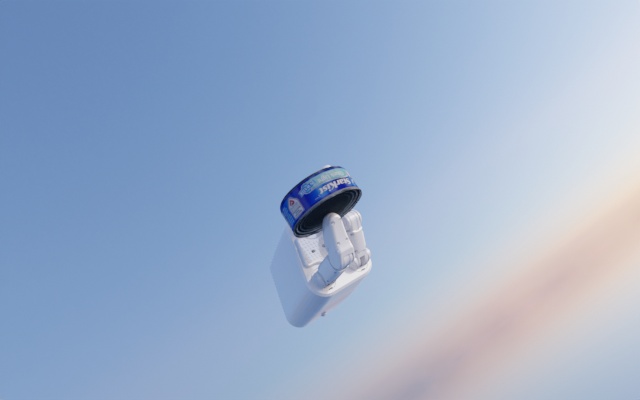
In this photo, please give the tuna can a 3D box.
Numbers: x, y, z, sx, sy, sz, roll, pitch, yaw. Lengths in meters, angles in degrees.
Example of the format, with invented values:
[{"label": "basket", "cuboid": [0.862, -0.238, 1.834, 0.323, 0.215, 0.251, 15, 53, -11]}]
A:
[{"label": "tuna can", "cuboid": [0.000, 0.001, 0.512, 0.086, 0.033, 0.086, -30, -20, -12]}]
